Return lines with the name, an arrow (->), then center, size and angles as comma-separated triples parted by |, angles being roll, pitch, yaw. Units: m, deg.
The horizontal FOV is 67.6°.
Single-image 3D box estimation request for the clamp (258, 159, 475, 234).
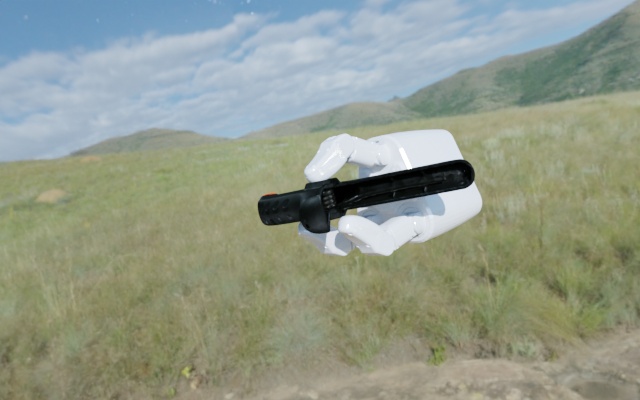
clamp -> 0.000, 0.001, 0.411 | 0.164, 0.036, 0.210 | -14, 5, -42
